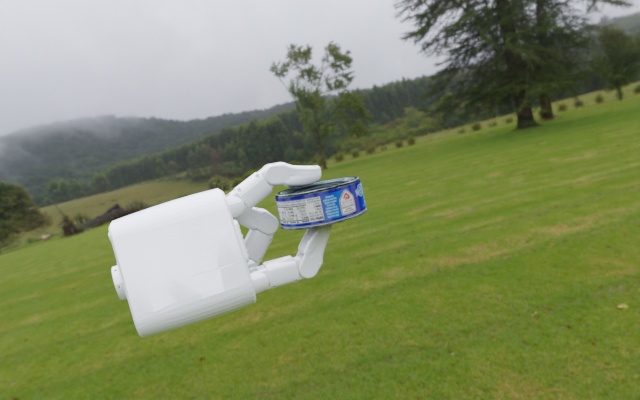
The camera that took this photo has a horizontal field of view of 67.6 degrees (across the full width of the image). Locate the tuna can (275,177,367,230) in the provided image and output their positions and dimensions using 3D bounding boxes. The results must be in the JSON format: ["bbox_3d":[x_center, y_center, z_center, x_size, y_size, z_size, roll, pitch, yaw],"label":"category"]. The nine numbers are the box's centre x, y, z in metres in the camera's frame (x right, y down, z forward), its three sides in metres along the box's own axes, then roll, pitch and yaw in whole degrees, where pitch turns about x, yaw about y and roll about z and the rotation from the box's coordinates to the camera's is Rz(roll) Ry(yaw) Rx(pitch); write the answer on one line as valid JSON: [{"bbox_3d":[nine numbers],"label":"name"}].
[{"bbox_3d":[0.000,0.001,0.463,0.086,0.034,0.086,-11,7,1],"label":"tuna can"}]
